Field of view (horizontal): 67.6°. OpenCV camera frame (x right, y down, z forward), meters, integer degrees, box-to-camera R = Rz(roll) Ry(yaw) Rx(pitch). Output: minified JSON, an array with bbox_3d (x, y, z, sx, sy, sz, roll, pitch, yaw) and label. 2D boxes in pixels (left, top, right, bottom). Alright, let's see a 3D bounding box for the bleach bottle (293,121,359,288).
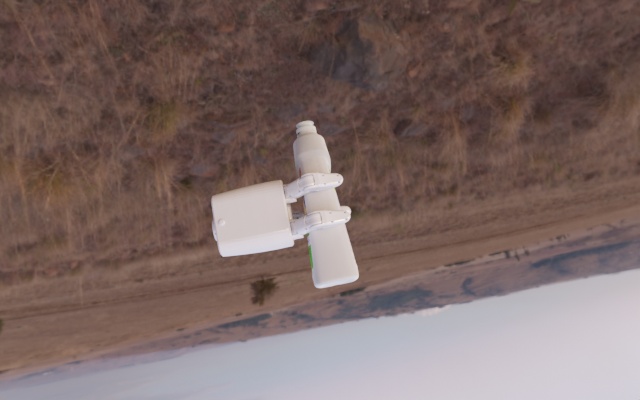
[{"bbox_3d":[0.000,0.002,0.729,0.068,0.250,0.102,-11,-13,-2],"label":"bleach bottle"}]
